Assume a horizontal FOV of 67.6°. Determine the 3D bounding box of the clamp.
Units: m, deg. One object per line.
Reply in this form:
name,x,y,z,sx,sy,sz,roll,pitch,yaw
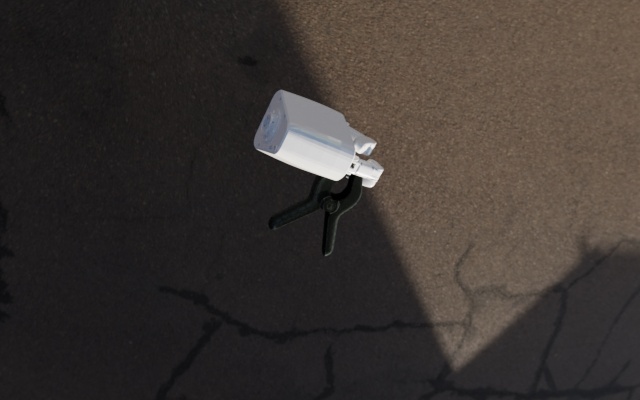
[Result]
clamp,0.000,0.003,0.737,0.120,0.171,0.039,18,20,-29
